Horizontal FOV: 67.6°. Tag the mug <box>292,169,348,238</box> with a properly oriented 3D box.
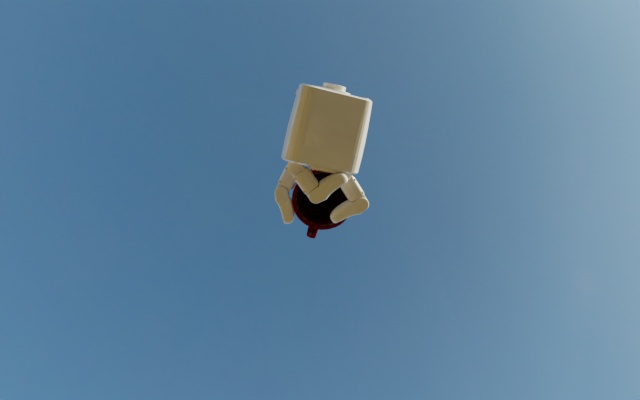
[{"bbox_3d":[0.000,0.004,0.751,0.093,0.117,0.081,13,11,-4],"label":"mug"}]
